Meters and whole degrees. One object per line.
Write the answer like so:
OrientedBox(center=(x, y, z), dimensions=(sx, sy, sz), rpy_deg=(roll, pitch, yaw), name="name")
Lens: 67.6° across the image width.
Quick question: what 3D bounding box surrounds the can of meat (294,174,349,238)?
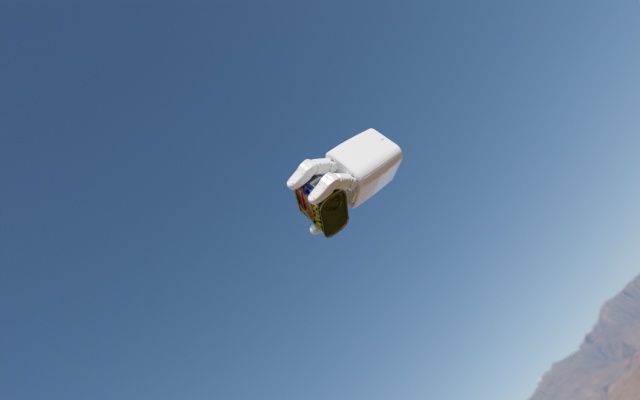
OrientedBox(center=(0.000, 0.003, 0.851), dimensions=(0.057, 0.102, 0.084), rpy_deg=(-35, 53, -20), name="can of meat")
